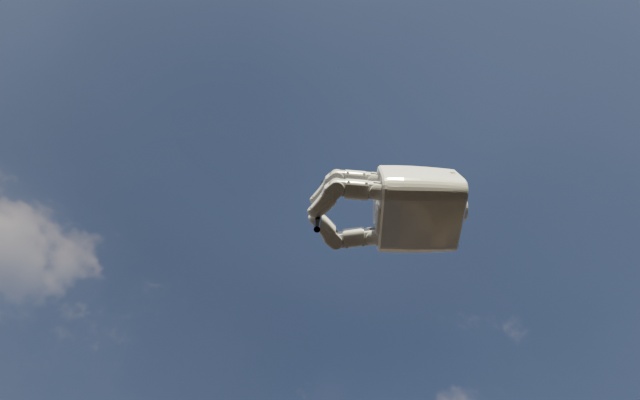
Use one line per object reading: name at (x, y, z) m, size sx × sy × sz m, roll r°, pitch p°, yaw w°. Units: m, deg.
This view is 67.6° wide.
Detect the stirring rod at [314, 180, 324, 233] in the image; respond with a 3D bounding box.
stirring rod at (0.000, 0.002, 0.683) m, size 0.011 × 0.011 × 0.239 m, roll 0°, pitch 16°, yaw 2°
